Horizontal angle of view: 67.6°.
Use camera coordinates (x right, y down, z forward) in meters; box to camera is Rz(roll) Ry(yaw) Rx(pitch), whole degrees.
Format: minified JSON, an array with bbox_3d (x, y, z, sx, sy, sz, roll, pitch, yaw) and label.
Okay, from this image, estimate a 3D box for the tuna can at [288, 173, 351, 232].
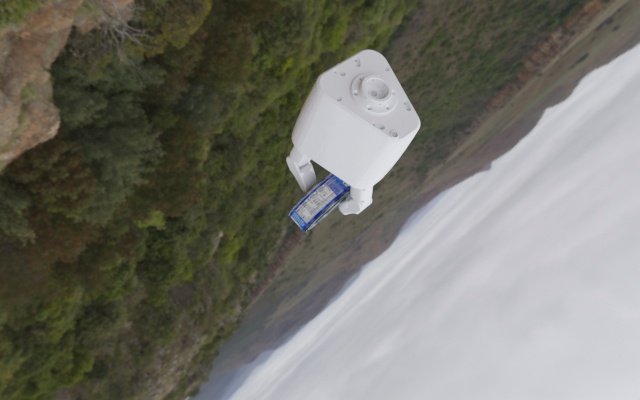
[{"bbox_3d":[0.000,0.002,0.623,0.086,0.034,0.086,-42,-5,-4],"label":"tuna can"}]
